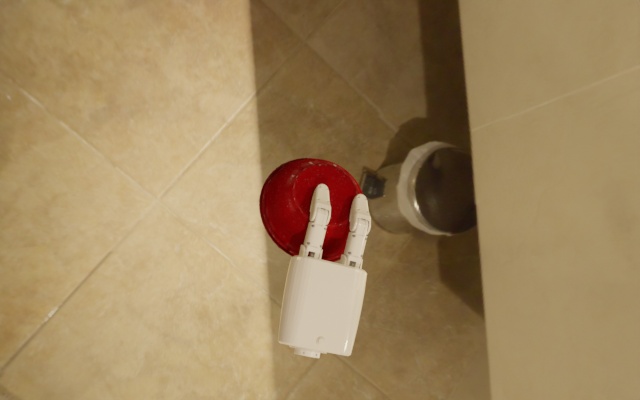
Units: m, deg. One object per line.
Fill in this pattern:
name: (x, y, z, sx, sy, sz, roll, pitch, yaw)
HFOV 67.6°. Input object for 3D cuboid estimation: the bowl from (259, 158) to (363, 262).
bowl: (0.000, 0.001, 0.658, 0.162, 0.162, 0.055, 0, -23, -19)
